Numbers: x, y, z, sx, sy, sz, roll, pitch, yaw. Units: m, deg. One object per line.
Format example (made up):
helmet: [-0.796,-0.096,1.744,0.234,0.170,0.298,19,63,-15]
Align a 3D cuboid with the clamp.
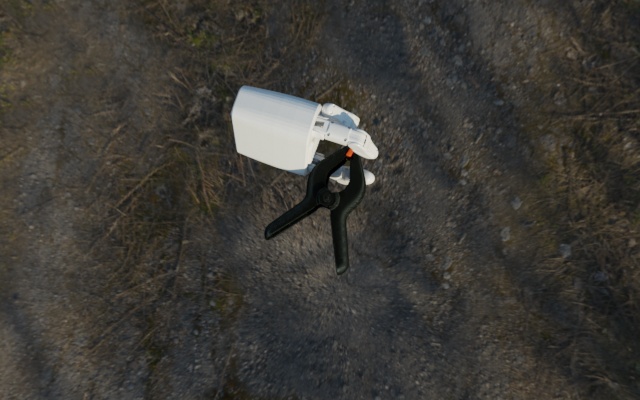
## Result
clamp: [0.000,0.002,0.636,0.120,0.171,0.039,17,-10,4]
